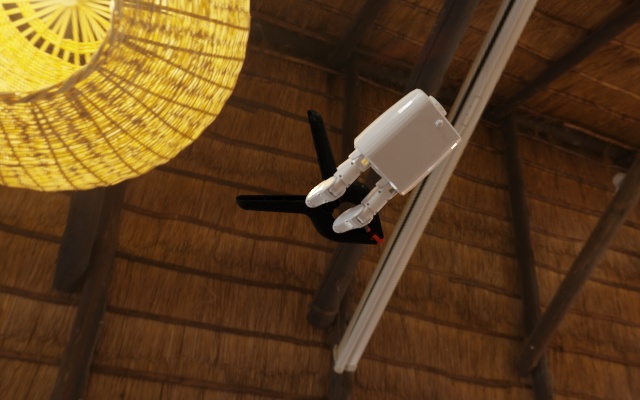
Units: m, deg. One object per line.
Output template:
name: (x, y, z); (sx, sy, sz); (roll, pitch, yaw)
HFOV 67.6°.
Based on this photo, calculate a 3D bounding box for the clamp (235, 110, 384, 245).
clamp: (0.001, 0.002, 0.663); (0.210, 0.164, 0.036); (44, 12, -20)
